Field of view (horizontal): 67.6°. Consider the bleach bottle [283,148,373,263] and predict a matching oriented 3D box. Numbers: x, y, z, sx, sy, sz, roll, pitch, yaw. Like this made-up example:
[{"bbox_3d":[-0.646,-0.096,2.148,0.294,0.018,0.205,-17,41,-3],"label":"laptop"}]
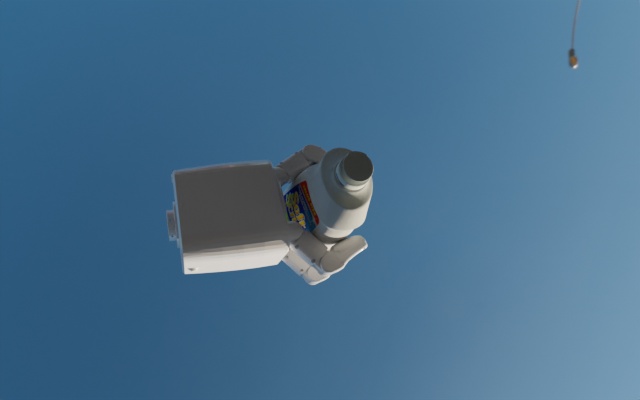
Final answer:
[{"bbox_3d":[0.000,0.002,0.529,0.068,0.102,0.251,-6,-17,-17],"label":"bleach bottle"}]
